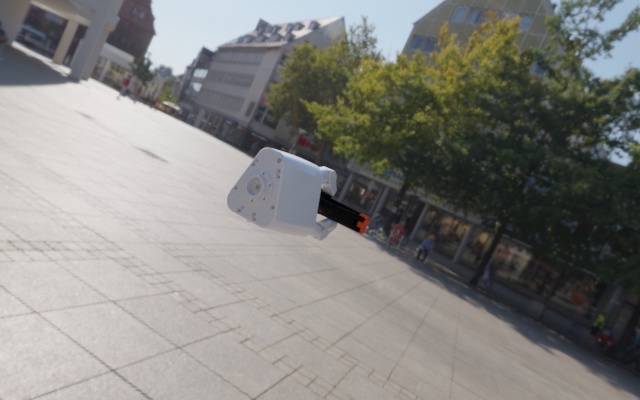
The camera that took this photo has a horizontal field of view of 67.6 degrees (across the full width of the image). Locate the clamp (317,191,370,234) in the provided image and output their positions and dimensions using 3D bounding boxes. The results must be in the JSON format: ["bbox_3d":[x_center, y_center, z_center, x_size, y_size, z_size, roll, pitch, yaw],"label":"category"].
[{"bbox_3d":[0.001,0.002,0.816,0.210,0.036,0.164,26,6,29],"label":"clamp"}]
